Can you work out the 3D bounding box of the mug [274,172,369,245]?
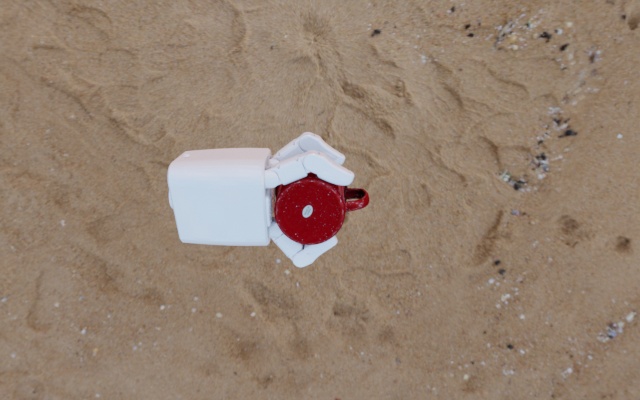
[{"bbox_3d":[0.002,0.002,0.572,0.117,0.093,0.081,-1,18,1],"label":"mug"}]
